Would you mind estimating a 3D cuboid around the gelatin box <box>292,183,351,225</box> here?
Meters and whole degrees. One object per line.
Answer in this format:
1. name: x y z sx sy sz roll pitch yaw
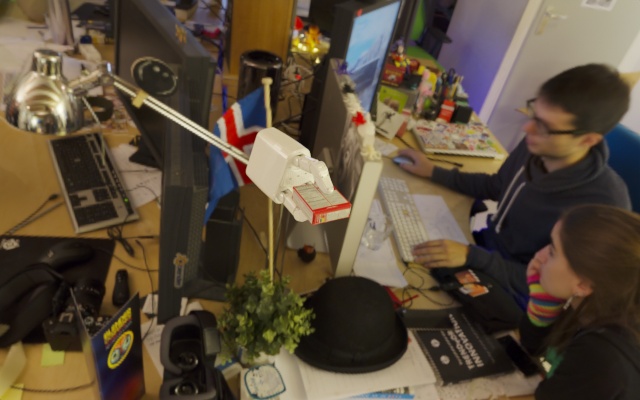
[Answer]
1. gelatin box: 0.000 0.003 0.838 0.073 0.030 0.089 -11 36 -26
